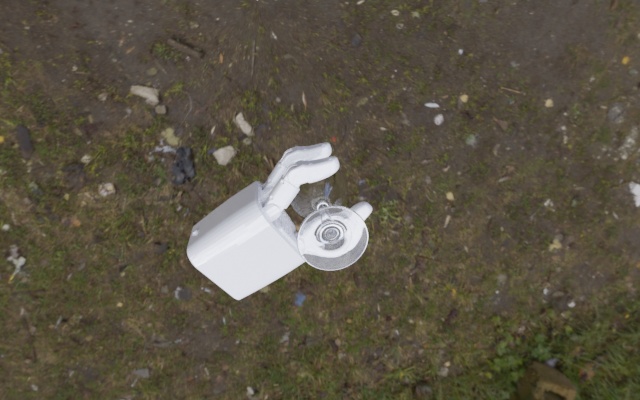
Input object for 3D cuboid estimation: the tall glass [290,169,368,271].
[{"bbox_3d":[0.000,0.002,0.578,0.079,0.079,0.201,0,23,-7],"label":"tall glass"}]
